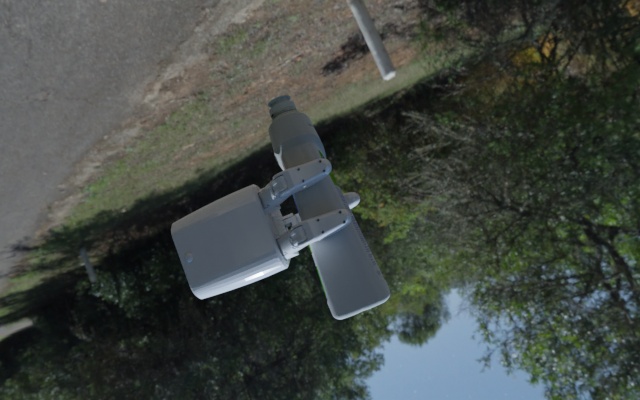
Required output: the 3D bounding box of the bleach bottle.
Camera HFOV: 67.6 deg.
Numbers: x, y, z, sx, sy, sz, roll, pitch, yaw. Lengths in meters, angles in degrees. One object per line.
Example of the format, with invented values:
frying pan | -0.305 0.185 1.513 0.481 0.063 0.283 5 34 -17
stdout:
bleach bottle | 0.000 0.002 0.538 0.068 0.251 0.102 -23 -9 3
